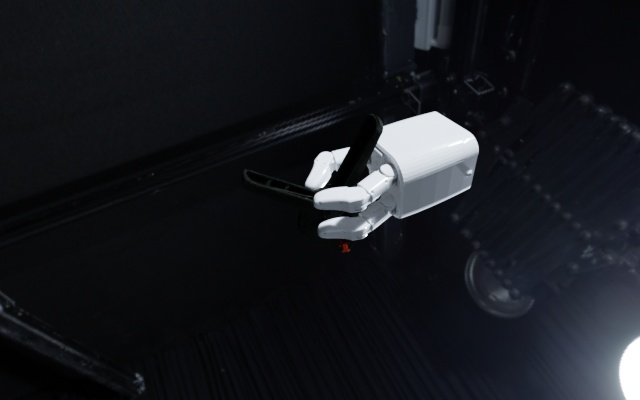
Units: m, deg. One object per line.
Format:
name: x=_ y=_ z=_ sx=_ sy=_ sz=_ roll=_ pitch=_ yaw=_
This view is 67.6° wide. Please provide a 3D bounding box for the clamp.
clamp: x=0.000 y=0.002 z=0.582 sx=0.164 sy=0.036 sz=0.210 roll=-19 pitch=-39 yaw=-9
